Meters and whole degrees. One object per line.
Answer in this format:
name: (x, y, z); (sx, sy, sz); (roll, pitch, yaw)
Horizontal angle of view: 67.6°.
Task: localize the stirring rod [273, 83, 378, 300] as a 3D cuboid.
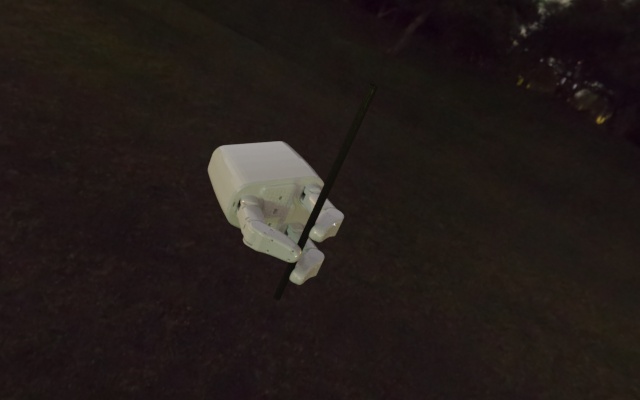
stirring rod: (0.000, 0.002, 0.460); (0.011, 0.240, 0.011); (21, 23, -9)
